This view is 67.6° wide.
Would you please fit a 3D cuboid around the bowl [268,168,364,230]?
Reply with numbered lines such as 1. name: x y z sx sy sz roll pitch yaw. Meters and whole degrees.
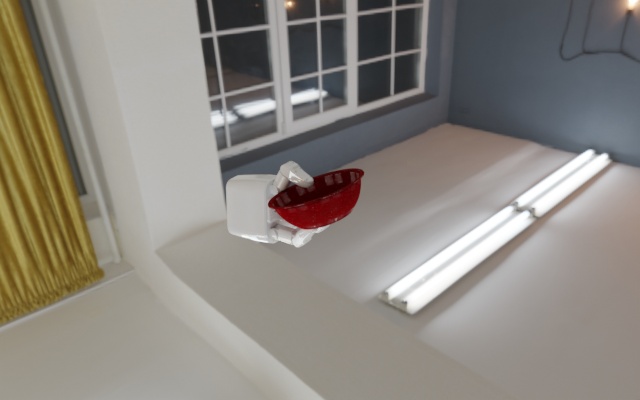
1. bowl: 0.001 0.003 0.763 0.162 0.055 0.162 -18 14 5
